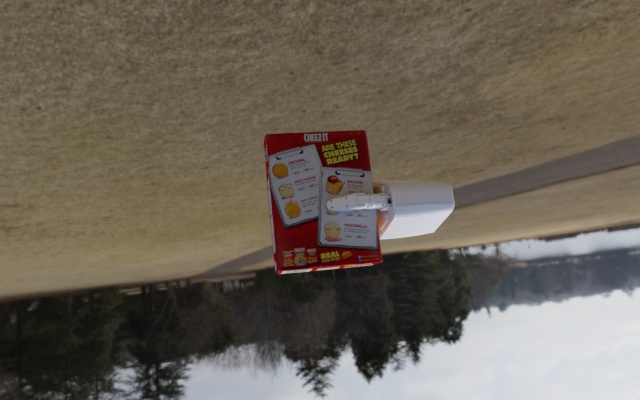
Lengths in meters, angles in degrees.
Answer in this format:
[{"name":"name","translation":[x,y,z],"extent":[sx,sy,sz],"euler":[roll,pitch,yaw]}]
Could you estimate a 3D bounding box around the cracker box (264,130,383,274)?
[{"name":"cracker box","translation":[0.000,0.003,0.759],"extent":[0.164,0.213,0.072],"euler":[-4,-12,-12]}]
